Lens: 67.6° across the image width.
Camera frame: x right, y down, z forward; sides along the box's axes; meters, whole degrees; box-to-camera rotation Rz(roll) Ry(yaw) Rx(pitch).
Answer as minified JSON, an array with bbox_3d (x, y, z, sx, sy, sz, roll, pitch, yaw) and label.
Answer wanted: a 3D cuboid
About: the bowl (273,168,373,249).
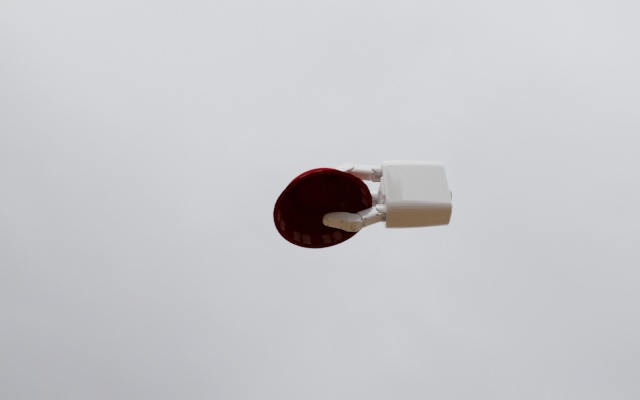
[{"bbox_3d":[-0.001,0.002,0.776,0.162,0.162,0.055,0,38,-15],"label":"bowl"}]
